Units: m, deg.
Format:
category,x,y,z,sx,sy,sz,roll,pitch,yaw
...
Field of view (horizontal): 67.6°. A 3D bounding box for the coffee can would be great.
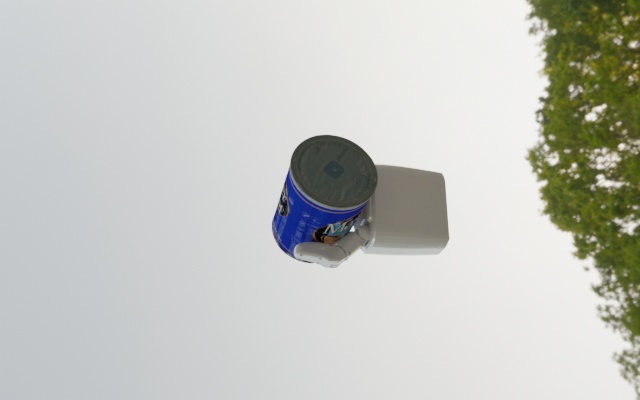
category,x,y,z,sx,sy,sz,roll,pitch,yaw
coffee can,0.000,0.002,0.596,0.103,0.102,0.140,0,-33,-16
